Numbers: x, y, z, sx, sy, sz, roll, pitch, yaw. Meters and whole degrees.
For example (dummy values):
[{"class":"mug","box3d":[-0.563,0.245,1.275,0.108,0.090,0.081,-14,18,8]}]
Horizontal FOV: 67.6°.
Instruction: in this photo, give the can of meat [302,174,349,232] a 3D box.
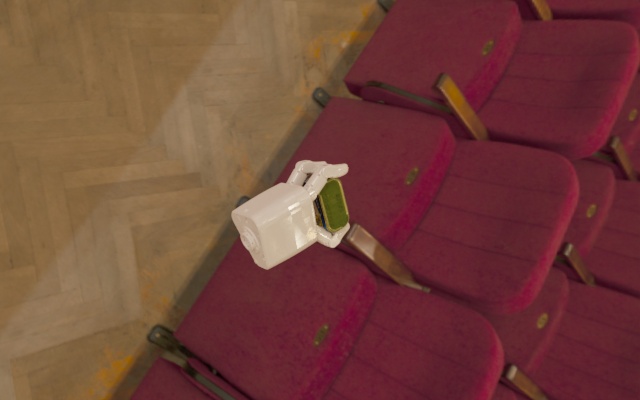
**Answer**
[{"class":"can of meat","box3d":[0.000,0.003,0.860,0.057,0.102,0.084,-27,22,-30]}]
